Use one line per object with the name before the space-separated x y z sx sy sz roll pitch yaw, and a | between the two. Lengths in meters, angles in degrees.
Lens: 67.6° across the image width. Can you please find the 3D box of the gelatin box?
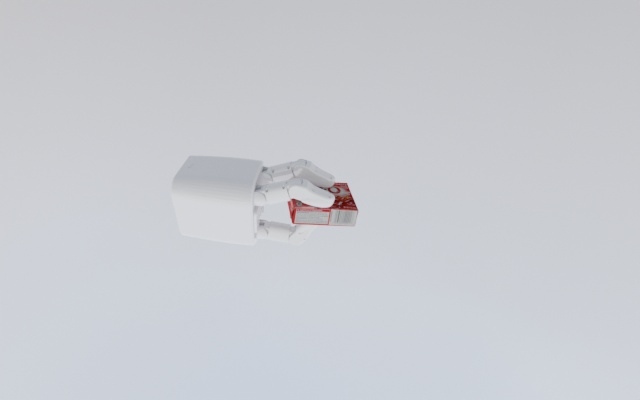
gelatin box | 0.000 0.003 0.650 0.089 0.030 0.073 3 31 -13
